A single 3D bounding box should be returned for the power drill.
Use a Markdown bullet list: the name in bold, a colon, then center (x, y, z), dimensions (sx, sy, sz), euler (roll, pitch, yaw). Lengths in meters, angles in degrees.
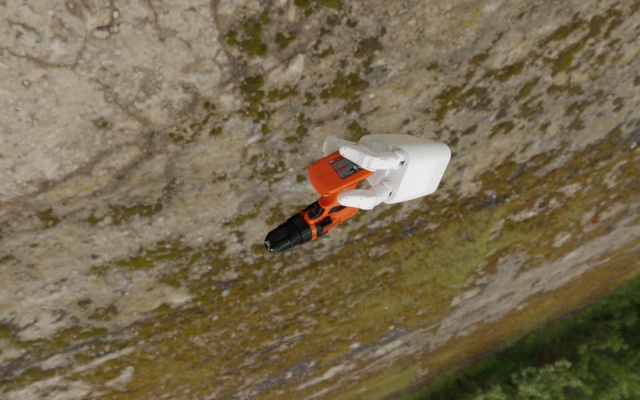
- **power drill**: center (0.000, 0.002, 0.749), dimensions (0.184, 0.057, 0.188), euler (-29, -18, -27)
